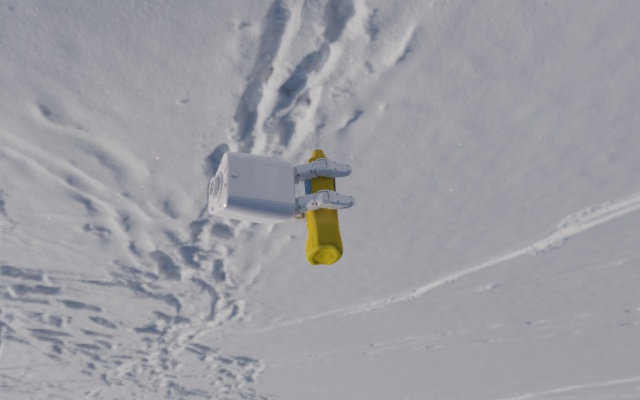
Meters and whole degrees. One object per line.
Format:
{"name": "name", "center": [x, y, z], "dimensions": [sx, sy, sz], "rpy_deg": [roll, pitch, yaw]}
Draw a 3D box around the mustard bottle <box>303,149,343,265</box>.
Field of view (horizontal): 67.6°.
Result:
{"name": "mustard bottle", "center": [0.000, 0.003, 0.778], "dimensions": [0.058, 0.191, 0.096], "rpy_deg": [-2, -25, -4]}
